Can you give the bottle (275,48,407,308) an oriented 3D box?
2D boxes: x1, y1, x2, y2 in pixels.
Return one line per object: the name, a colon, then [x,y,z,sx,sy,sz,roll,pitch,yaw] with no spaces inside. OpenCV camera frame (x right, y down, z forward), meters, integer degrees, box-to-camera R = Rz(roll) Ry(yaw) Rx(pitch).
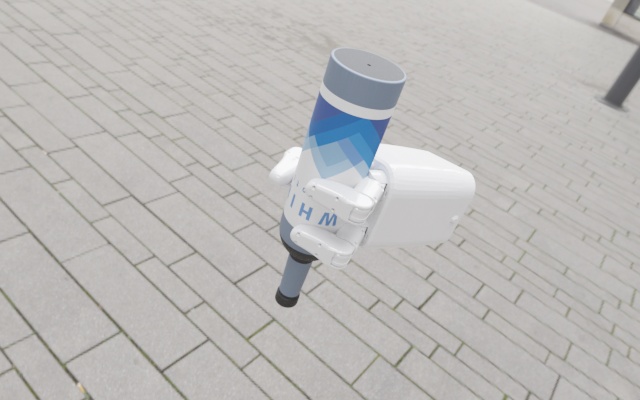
bottle: [0.000,0.001,0.479,0.069,0.296,0.069,13,35,-9]
